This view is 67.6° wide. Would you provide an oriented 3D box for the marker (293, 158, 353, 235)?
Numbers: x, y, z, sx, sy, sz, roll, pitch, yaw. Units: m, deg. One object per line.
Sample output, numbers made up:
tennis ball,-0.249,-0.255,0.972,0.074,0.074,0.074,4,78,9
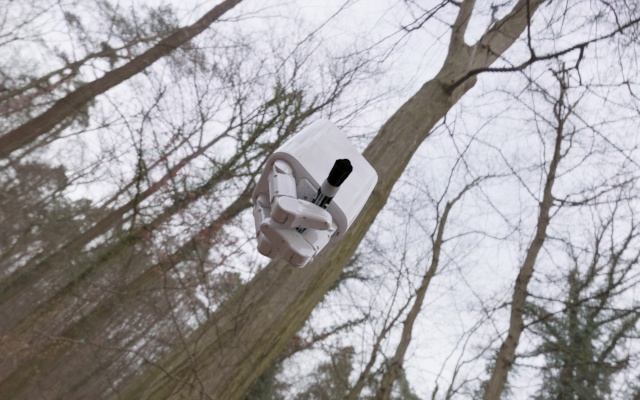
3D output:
marker,0.000,0.002,0.481,0.020,0.020,0.121,0,-39,-31
